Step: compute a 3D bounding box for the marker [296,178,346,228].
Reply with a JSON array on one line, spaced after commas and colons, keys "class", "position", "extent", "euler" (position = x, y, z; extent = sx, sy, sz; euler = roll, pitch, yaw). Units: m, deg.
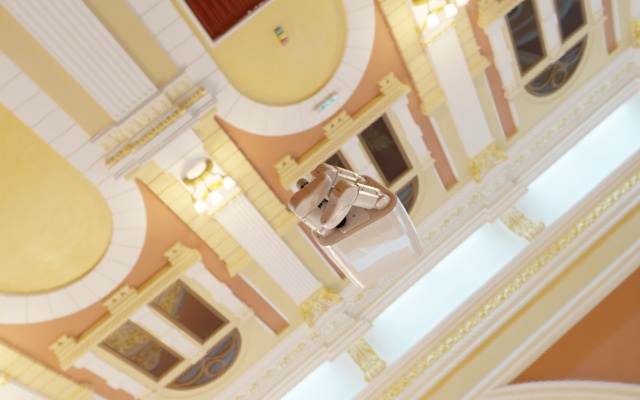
[{"class": "marker", "position": [0.000, 0.002, 0.619], "extent": [0.020, 0.020, 0.121], "euler": [0, 25, -28]}]
